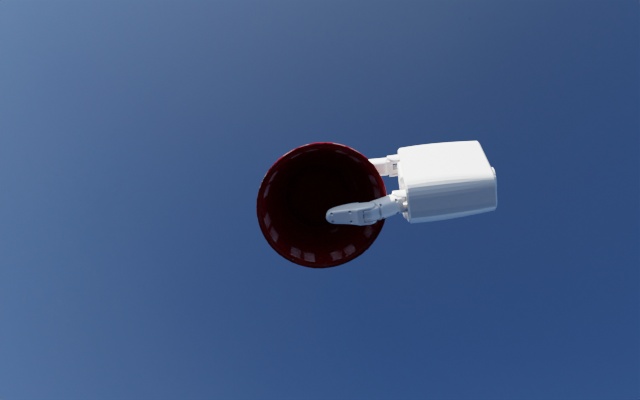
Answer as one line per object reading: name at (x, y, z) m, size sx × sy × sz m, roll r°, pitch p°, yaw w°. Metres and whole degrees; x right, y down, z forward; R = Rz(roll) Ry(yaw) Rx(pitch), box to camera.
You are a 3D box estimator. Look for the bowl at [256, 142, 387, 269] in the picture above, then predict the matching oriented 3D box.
bowl at (-0.001, 0.002, 0.606) m, size 0.162 × 0.162 × 0.055 m, roll 0°, pitch 17°, yaw -7°
